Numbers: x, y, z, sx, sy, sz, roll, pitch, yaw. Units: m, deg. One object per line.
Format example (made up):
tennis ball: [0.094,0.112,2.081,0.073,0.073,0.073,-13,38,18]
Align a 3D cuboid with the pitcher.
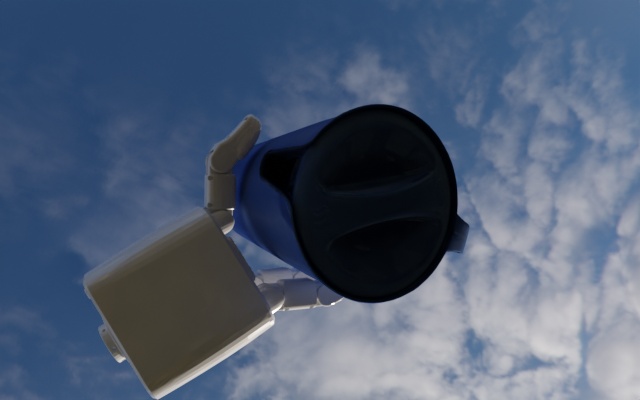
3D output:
pitcher: [0.000,0.001,0.425,0.145,0.149,0.243,-31,16,-21]
